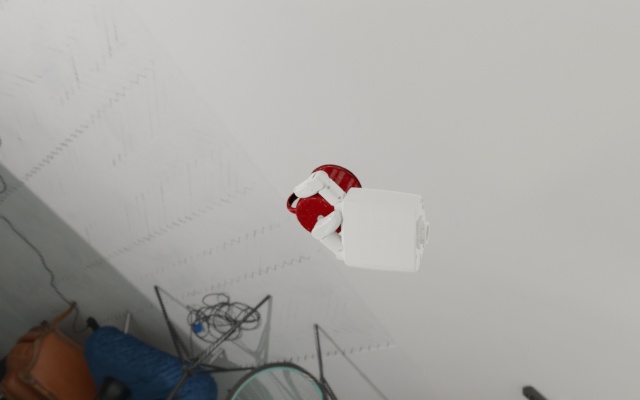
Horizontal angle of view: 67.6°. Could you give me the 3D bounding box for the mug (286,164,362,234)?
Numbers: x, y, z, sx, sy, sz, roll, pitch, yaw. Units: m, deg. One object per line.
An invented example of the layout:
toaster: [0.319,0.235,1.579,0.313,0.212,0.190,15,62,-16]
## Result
mug: [-0.001,0.002,0.757,0.117,0.093,0.081,4,38,23]
